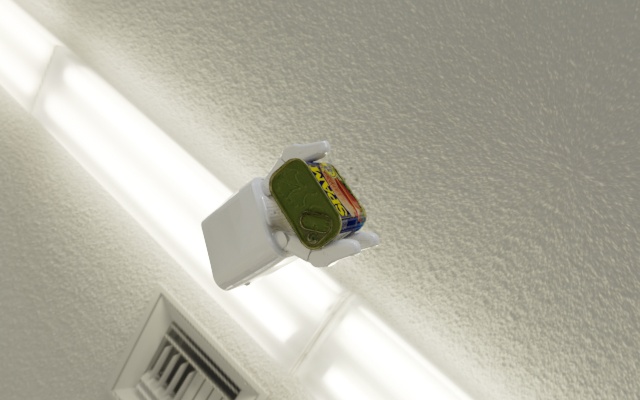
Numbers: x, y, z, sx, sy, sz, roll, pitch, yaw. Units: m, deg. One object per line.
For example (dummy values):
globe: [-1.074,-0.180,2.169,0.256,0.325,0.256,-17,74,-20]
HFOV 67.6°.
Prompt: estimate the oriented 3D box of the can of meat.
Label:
can of meat: [0.000,0.002,0.560,0.057,0.102,0.084,-39,-15,23]
